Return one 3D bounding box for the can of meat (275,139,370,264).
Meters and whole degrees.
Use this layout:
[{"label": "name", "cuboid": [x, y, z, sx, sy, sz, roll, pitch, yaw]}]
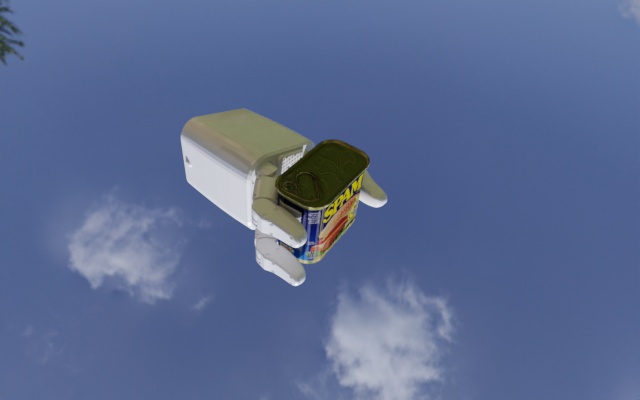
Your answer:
[{"label": "can of meat", "cuboid": [0.000, 0.002, 0.479, 0.057, 0.084, 0.102, 28, 48, 21]}]
